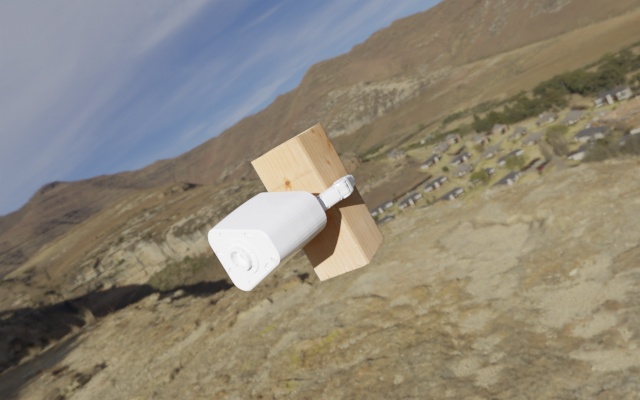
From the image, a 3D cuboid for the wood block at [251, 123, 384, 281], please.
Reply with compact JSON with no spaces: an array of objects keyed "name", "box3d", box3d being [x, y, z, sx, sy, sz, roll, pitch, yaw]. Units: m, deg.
[{"name":"wood block","box3d":[0.000,0.002,0.717,0.091,0.206,0.090,-25,10,30]}]
